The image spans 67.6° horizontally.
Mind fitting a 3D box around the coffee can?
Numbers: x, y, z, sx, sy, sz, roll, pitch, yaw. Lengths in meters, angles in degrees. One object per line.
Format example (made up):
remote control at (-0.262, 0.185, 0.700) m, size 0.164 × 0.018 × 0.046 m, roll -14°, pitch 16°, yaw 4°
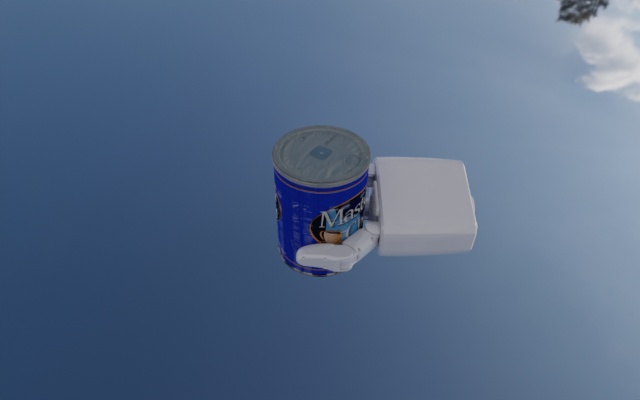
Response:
coffee can at (0.000, 0.002, 0.538) m, size 0.103 × 0.140 × 0.102 m, roll 1°, pitch 42°, yaw -1°
